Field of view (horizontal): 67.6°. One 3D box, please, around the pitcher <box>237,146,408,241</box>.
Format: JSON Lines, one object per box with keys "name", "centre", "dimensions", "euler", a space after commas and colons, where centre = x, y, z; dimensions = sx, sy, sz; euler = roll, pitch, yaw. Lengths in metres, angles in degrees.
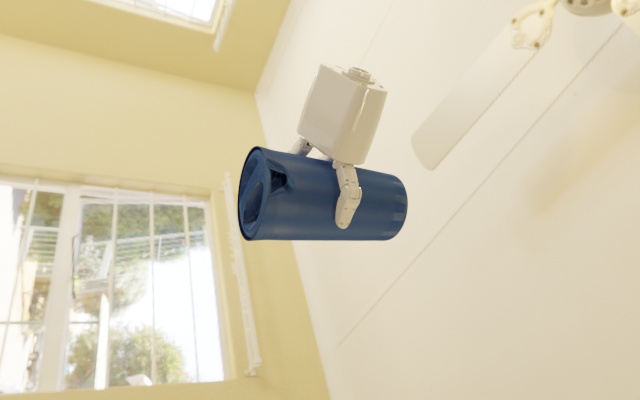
{"name": "pitcher", "centre": [0.000, 0.002, 0.723], "dimensions": [0.243, 0.145, 0.149], "euler": [6, 28, -26]}
